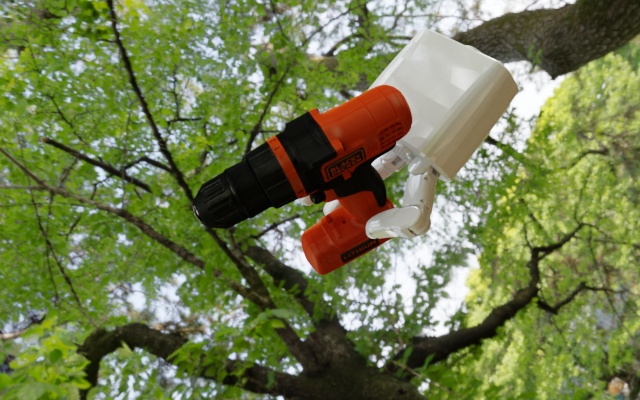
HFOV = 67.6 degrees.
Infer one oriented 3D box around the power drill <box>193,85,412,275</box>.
[{"bbox_3d":[0.000,0.001,0.428,0.184,0.057,0.188,-28,-30,-3],"label":"power drill"}]
